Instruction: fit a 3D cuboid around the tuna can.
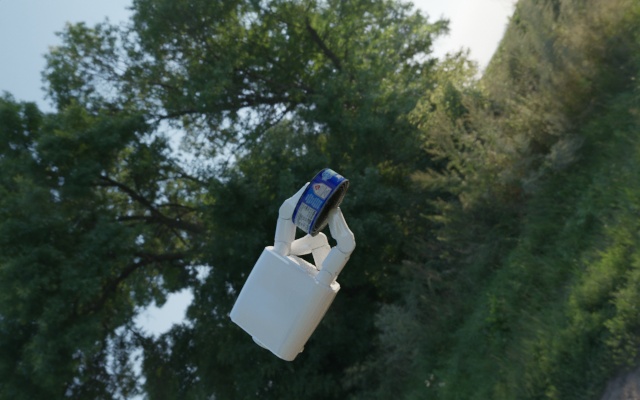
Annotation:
[{"bbox_3d":[0.000,0.002,0.609,0.033,0.086,0.086,33,7,12],"label":"tuna can"}]
